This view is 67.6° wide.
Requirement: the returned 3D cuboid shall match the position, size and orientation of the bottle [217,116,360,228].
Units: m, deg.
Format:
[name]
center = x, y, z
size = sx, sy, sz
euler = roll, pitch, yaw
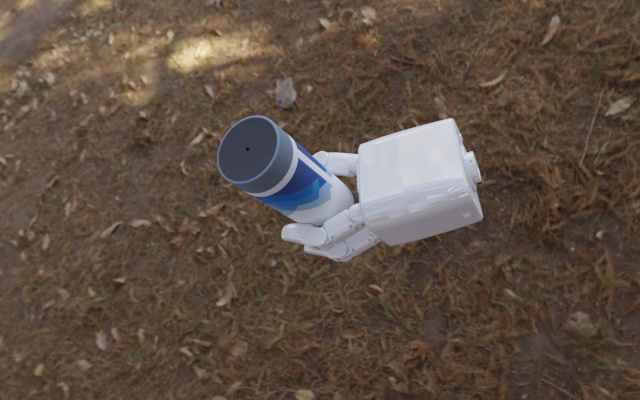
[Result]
[bottle]
center = 0.000, 0.002, 0.544
size = 0.069, 0.069, 0.296
euler = 0, -19, 28
